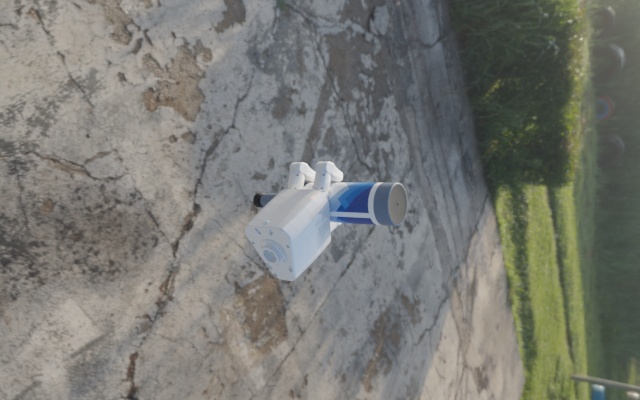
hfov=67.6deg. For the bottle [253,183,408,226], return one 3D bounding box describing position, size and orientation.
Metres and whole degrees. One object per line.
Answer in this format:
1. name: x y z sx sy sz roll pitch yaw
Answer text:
1. bottle: 0.000 0.003 0.815 0.295 0.069 0.069 2 1 37
